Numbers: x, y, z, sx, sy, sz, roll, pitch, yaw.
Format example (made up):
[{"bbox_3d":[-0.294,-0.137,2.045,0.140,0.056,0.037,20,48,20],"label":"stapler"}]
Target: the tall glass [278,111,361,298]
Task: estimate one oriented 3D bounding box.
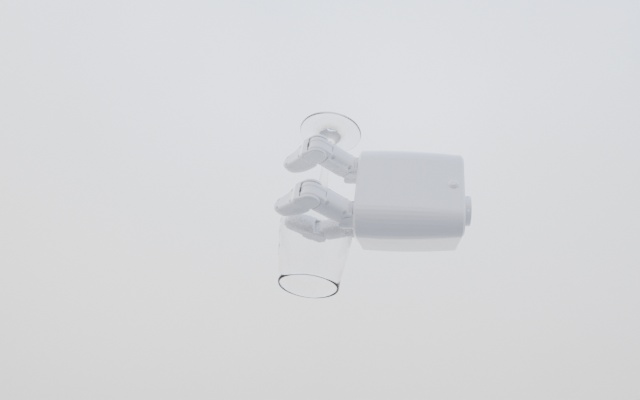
[{"bbox_3d":[0.000,0.001,0.525,0.079,0.201,0.079,6,-32,4],"label":"tall glass"}]
